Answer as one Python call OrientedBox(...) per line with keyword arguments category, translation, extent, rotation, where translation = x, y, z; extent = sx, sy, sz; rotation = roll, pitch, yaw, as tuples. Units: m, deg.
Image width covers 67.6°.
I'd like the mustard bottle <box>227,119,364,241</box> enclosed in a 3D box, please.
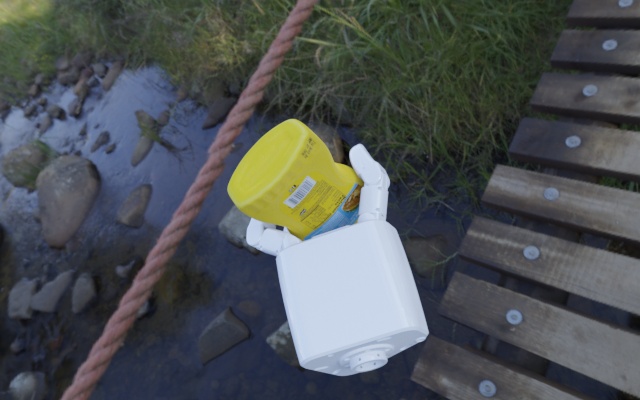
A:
OrientedBox(category="mustard bottle", translation=(0.000, 0.001, 0.494), extent=(0.058, 0.096, 0.192), rotation=(46, 6, 40))
